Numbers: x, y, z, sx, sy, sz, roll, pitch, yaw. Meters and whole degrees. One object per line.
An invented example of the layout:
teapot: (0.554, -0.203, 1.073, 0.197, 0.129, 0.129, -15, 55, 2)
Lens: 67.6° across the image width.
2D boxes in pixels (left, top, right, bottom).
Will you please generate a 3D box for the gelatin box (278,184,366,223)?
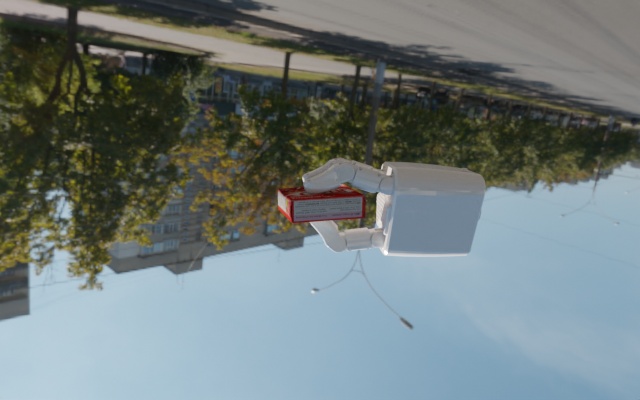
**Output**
gelatin box: (0.000, 0.002, 0.562, 0.089, 0.030, 0.073, -4, 13, -16)
